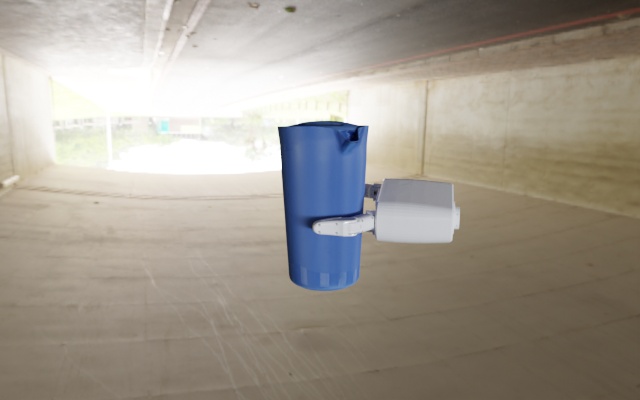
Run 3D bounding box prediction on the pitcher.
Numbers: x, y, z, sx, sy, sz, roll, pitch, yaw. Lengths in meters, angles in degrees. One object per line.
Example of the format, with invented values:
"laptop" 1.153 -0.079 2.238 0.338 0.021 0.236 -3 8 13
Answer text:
"pitcher" 0.000 0.002 0.721 0.145 0.243 0.149 2 10 14
